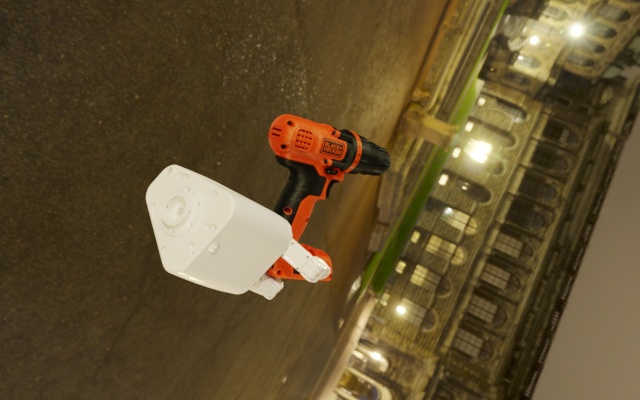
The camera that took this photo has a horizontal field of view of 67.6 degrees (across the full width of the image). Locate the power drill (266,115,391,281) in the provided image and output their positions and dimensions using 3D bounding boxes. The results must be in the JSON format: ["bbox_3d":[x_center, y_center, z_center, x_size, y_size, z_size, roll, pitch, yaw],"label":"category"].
[{"bbox_3d":[0.000,0.002,0.586,0.184,0.187,0.057,11,6,-39],"label":"power drill"}]
